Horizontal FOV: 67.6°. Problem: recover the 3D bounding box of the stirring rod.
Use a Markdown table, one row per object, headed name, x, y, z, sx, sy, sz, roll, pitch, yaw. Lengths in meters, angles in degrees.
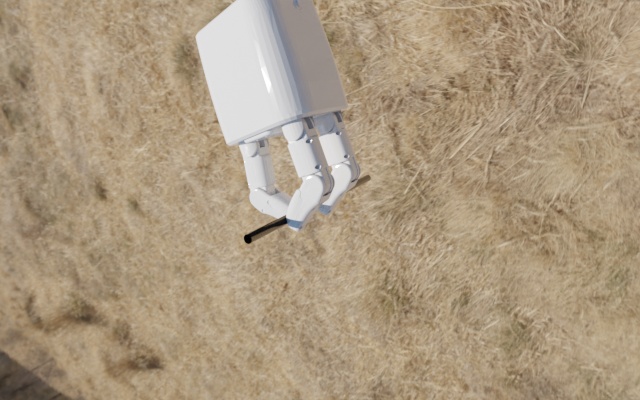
| name | x | y | z | sx | sy | sz | roll | pitch | yaw |
| --- | --- | --- | --- | --- | --- | --- | --- | --- | --- |
| stirring rod | 0.000 | 0.001 | 0.476 | 0.011 | 0.011 | 0.239 | 0 | 14 | 29 |
